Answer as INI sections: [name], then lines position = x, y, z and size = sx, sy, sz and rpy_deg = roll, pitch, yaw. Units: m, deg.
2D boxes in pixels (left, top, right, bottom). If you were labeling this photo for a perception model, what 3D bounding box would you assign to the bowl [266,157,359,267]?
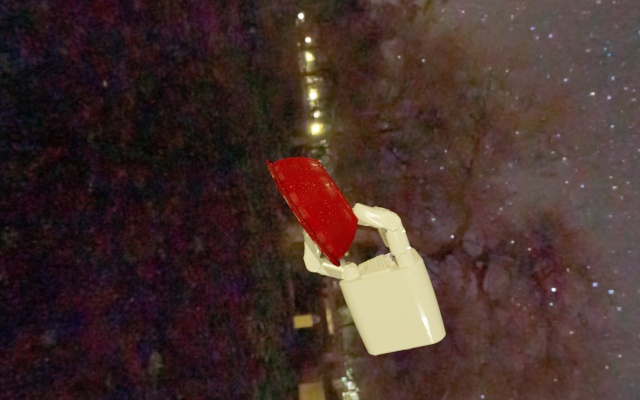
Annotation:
[bowl]
position = 0.000, 0.001, 0.598
size = 0.055, 0.162, 0.162
rpy_deg = -34, -3, 4
